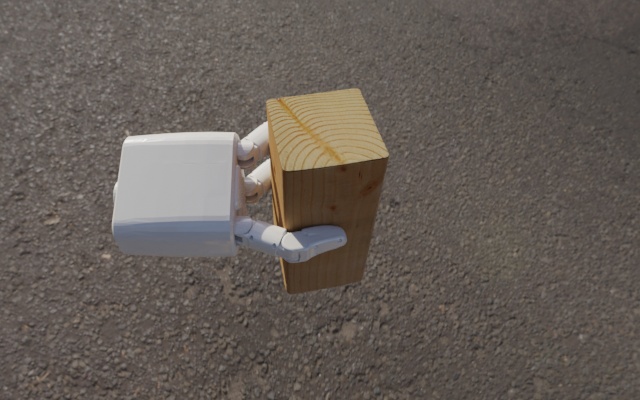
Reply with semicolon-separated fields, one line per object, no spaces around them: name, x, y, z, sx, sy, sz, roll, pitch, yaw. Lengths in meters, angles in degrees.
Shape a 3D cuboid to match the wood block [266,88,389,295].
wood block;0.000;0.002;0.484;0.090;0.090;0.206;-9;-37;-10
